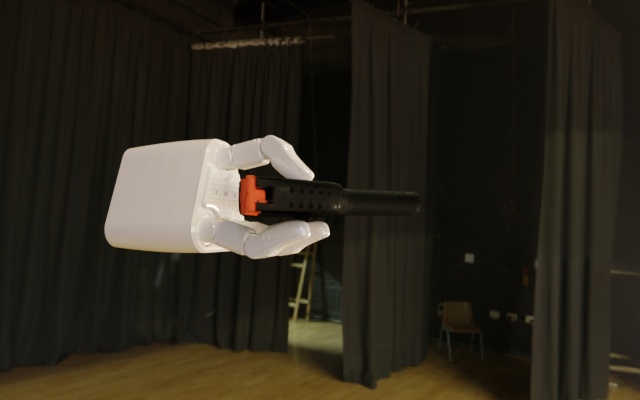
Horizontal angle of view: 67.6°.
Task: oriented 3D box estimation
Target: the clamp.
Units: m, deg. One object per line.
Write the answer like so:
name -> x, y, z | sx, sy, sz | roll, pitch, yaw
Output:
clamp -> 0.000, 0.001, 0.439 | 0.164, 0.036, 0.210 | -4, -5, 19
